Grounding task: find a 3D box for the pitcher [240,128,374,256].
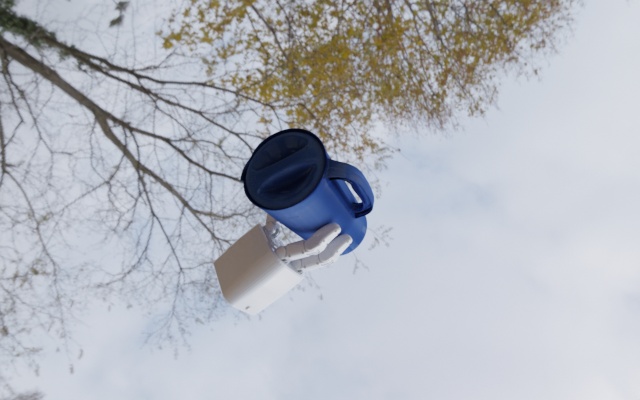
[{"bbox_3d":[0.000,0.003,0.765,0.149,0.145,0.243,49,1,35],"label":"pitcher"}]
